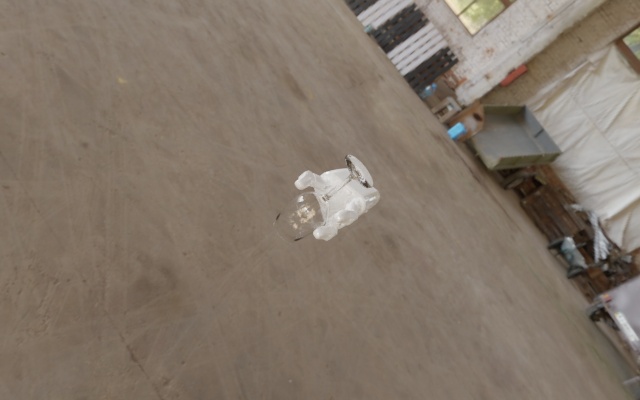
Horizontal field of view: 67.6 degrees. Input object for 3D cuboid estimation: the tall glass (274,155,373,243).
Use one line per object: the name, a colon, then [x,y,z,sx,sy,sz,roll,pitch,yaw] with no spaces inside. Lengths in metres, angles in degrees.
tall glass: [0.001,0.003,0.898,0.201,0.079,0.079,-38,-19,26]
